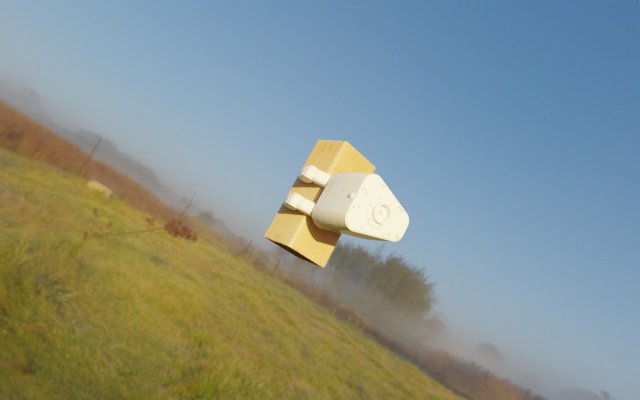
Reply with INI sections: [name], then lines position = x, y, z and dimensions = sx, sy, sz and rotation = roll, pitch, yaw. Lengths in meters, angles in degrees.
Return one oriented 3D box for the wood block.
[wood block]
position = 0.001, 0.003, 0.859
dimensions = 0.091, 0.206, 0.090
rotation = 37, -14, -34
